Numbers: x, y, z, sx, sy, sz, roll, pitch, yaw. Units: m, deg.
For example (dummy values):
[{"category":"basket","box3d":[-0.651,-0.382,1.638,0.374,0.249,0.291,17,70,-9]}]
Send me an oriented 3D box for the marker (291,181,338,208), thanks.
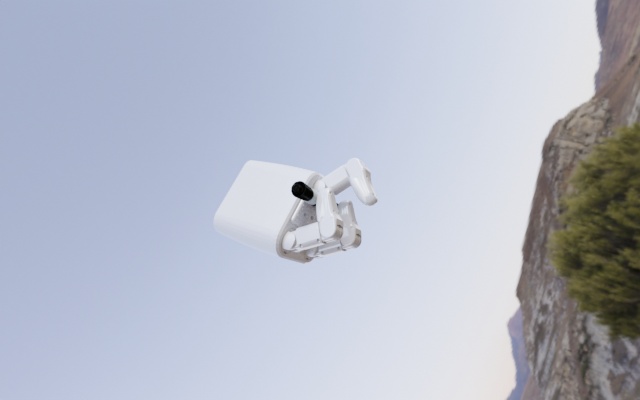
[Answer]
[{"category":"marker","box3d":[0.000,0.002,0.565,0.020,0.020,0.121,0,-15,27]}]
